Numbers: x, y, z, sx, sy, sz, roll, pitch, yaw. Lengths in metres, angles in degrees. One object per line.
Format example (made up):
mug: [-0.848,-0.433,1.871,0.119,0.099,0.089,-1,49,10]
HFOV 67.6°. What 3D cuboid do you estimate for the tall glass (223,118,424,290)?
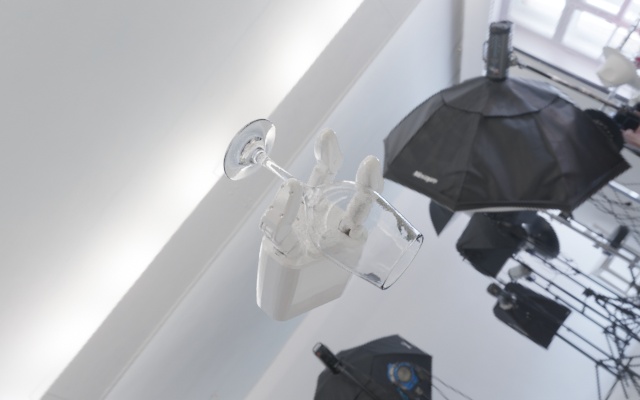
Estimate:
tall glass: [0.000,0.001,0.464,0.201,0.079,0.079,36,15,22]
